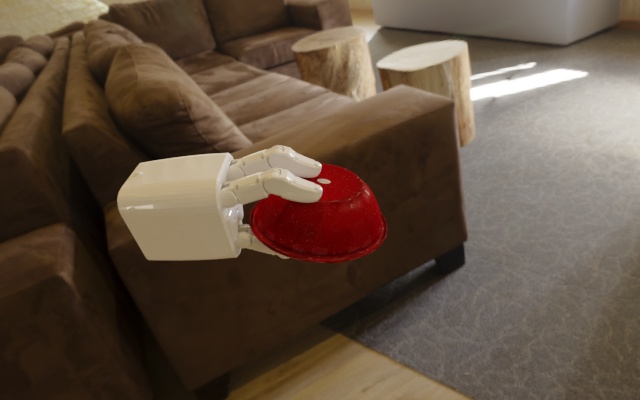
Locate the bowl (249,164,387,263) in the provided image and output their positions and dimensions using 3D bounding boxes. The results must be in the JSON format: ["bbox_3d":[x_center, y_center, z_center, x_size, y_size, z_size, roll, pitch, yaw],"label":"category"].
[{"bbox_3d":[0.001,0.001,0.546,0.162,0.055,0.162,4,30,-2],"label":"bowl"}]
